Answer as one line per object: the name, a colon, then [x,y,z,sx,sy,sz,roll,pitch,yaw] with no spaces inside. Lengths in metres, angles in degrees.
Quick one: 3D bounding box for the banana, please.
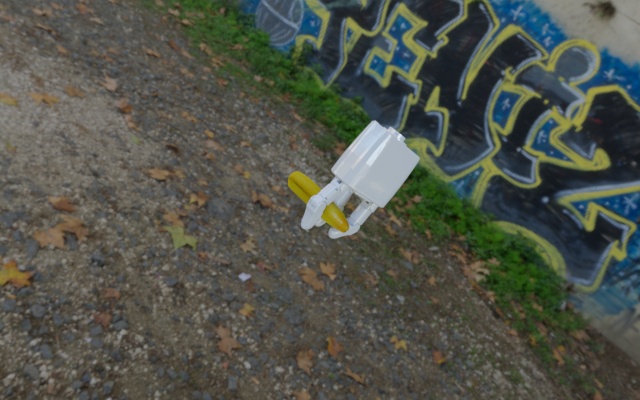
banana: [-0.013,-0.009,0.825,0.070,0.037,0.197,41,1,-35]
